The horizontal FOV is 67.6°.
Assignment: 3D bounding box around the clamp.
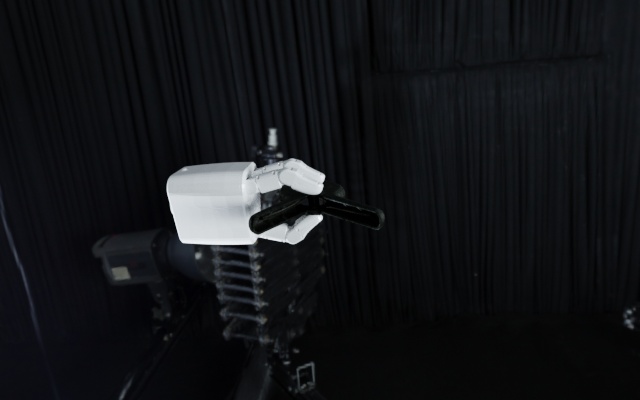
[{"bbox_3d":[0.000,0.003,0.659,0.164,0.036,0.210,1,16,3],"label":"clamp"}]
